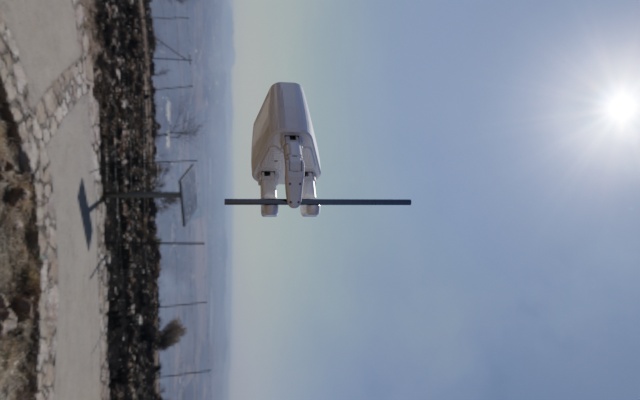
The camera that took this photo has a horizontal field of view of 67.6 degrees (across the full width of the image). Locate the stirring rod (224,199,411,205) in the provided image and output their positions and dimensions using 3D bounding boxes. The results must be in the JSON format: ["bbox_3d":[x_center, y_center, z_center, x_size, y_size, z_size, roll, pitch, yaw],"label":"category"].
[{"bbox_3d":[0.000,0.002,0.609,0.239,0.011,0.011,0,0,-10],"label":"stirring rod"}]
